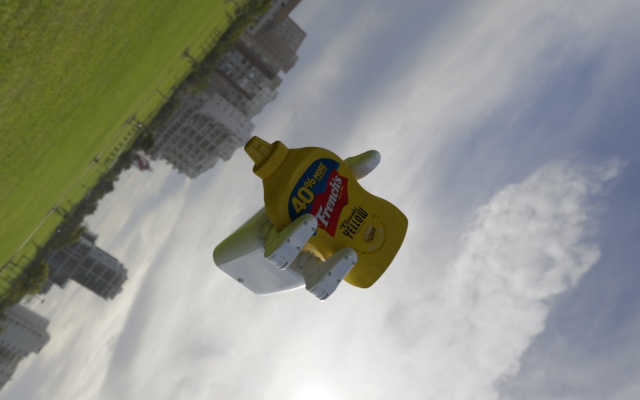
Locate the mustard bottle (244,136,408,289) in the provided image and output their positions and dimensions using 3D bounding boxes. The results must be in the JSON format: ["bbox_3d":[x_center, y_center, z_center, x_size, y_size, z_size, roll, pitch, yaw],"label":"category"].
[{"bbox_3d":[0.000,0.002,0.491,0.192,0.096,0.058,40,-15,-20],"label":"mustard bottle"}]
